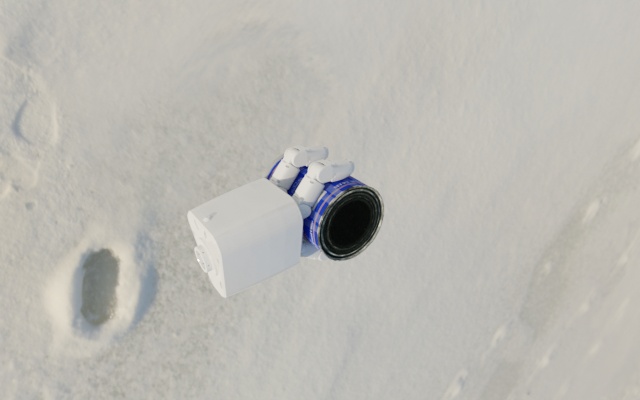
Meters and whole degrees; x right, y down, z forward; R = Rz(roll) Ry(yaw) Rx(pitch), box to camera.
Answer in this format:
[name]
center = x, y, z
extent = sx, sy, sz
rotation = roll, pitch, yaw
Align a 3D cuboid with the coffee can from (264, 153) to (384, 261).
[coffee can]
center = 0.000, 0.002, 0.633
extent = 0.103, 0.103, 0.140
rotation = 0, 23, -38
